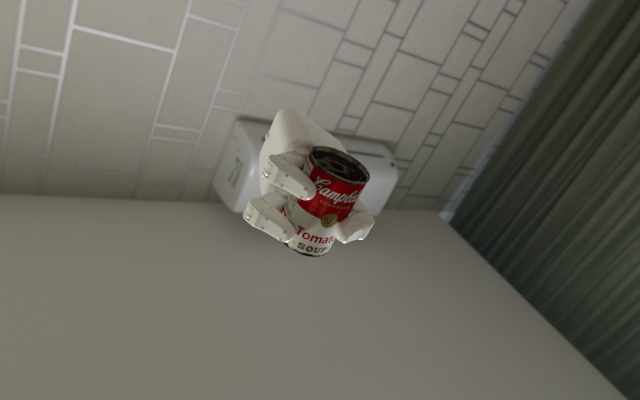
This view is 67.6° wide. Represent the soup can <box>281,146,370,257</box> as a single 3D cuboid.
[{"bbox_3d":[0.000,0.002,0.514,0.068,0.102,0.068,22,27,-12],"label":"soup can"}]
